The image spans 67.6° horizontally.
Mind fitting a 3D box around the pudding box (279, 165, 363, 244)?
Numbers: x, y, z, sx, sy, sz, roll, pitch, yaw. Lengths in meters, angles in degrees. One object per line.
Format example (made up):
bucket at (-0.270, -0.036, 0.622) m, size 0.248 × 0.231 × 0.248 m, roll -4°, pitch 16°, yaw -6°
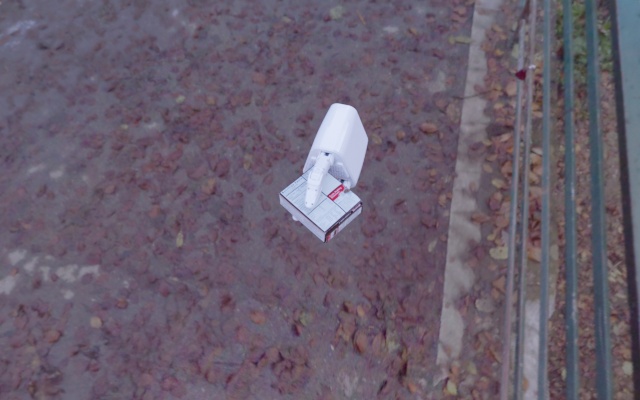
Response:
pudding box at (0.000, 0.002, 0.790) m, size 0.113 × 0.090 × 0.039 m, roll 40°, pitch -22°, yaw 25°
